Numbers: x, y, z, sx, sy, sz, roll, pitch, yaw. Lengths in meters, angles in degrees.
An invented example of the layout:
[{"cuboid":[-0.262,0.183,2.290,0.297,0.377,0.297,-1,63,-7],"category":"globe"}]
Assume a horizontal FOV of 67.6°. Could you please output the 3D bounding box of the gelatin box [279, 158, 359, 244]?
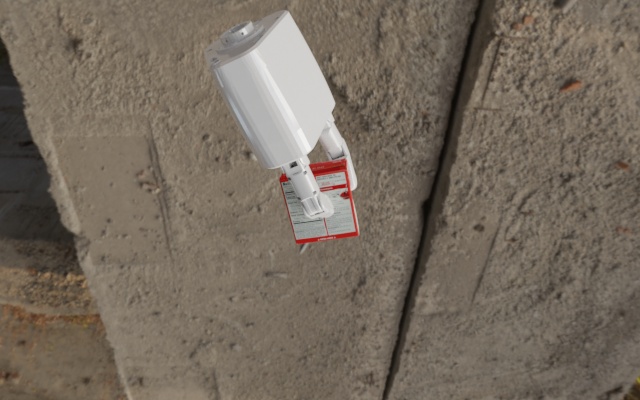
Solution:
[{"cuboid":[0.000,0.002,0.528,0.073,0.089,0.030,-9,30,7],"category":"gelatin box"}]
